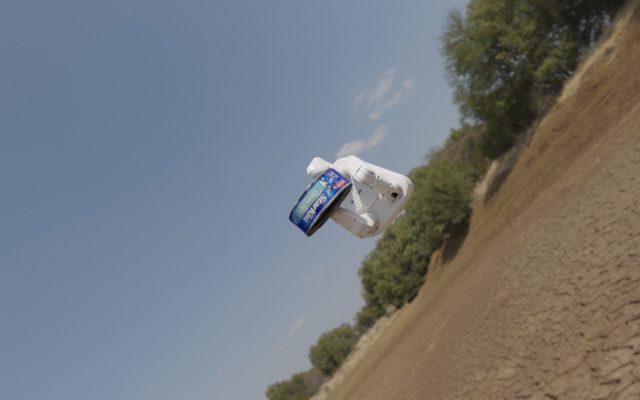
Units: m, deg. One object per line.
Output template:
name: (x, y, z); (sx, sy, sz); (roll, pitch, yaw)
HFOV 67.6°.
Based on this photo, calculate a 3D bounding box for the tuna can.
tuna can: (0.000, 0.002, 0.587); (0.034, 0.086, 0.086); (40, 7, 9)
